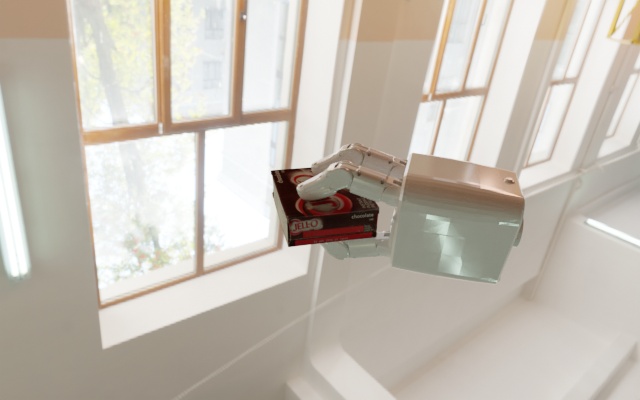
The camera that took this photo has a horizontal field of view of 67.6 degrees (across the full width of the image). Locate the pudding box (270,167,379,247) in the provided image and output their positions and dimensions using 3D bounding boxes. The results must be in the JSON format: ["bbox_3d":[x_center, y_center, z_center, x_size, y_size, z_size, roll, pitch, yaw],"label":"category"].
[{"bbox_3d":[0.000,0.002,0.495,0.090,0.039,0.113,-5,26,-13],"label":"pudding box"}]
